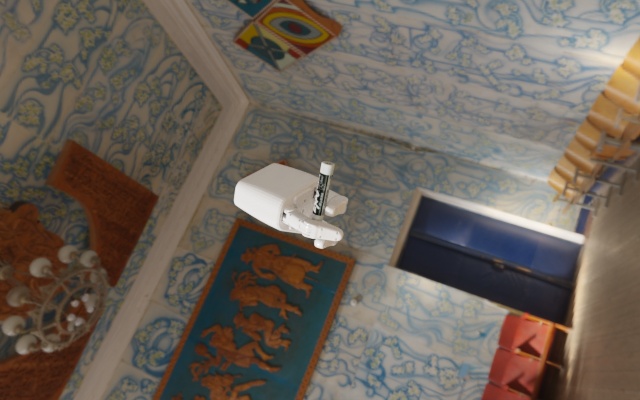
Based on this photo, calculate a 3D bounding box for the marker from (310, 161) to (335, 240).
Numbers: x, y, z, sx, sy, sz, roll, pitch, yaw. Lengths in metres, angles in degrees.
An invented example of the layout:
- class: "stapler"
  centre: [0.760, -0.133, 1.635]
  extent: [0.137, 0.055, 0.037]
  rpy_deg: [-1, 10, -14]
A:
- class: "marker"
  centre: [0.000, 0.002, 0.707]
  extent: [0.020, 0.121, 0.020]
  rpy_deg: [10, 18, -3]
